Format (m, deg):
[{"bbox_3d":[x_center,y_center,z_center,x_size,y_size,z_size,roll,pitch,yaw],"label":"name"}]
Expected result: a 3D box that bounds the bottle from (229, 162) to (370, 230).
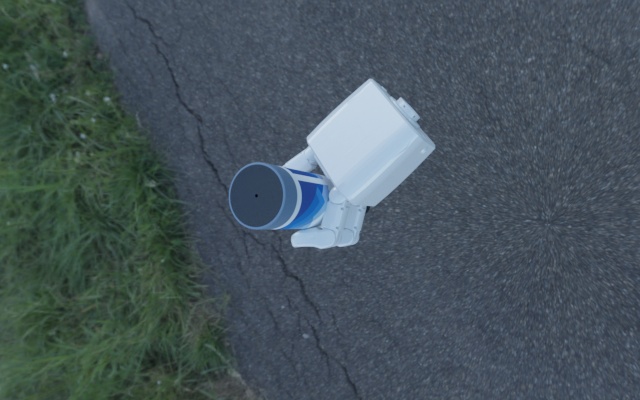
[{"bbox_3d":[0.000,0.002,0.600,0.069,0.069,0.296,0,-3,26],"label":"bottle"}]
